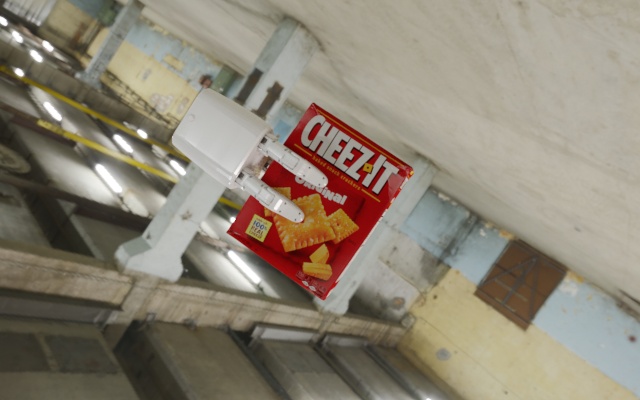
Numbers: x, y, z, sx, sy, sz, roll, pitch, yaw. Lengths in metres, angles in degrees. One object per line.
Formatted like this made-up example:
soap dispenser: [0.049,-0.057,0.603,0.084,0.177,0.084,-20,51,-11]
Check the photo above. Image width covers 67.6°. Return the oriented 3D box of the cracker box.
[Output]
cracker box: [0.000,0.002,0.652,0.164,0.214,0.072,35,5,9]
